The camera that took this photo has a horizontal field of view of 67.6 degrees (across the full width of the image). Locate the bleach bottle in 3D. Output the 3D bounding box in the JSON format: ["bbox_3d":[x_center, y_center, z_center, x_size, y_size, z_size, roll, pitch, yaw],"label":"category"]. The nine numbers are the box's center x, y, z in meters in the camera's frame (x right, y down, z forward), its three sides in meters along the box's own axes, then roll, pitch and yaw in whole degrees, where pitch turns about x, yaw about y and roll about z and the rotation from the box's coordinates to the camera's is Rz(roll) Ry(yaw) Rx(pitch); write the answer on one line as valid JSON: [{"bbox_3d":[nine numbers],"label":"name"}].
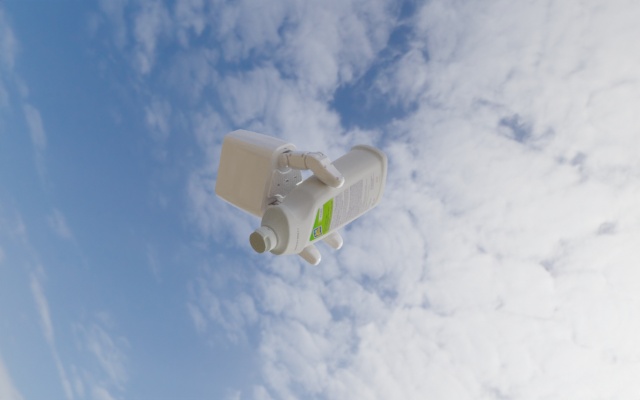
[{"bbox_3d":[0.000,0.002,0.667,0.068,0.103,0.250,22,32,32],"label":"bleach bottle"}]
